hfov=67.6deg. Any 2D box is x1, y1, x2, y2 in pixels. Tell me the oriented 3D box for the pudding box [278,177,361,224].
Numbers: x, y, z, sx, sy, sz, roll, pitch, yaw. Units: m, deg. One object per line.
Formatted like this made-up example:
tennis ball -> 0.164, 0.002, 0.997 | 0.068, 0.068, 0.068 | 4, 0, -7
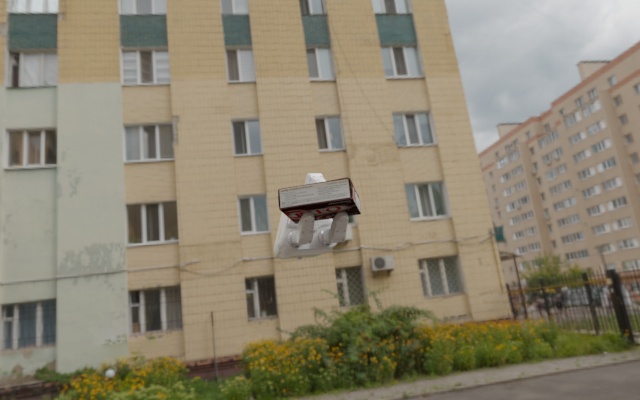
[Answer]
pudding box -> 0.000, 0.002, 0.734 | 0.113, 0.039, 0.090 | -11, -17, 10
